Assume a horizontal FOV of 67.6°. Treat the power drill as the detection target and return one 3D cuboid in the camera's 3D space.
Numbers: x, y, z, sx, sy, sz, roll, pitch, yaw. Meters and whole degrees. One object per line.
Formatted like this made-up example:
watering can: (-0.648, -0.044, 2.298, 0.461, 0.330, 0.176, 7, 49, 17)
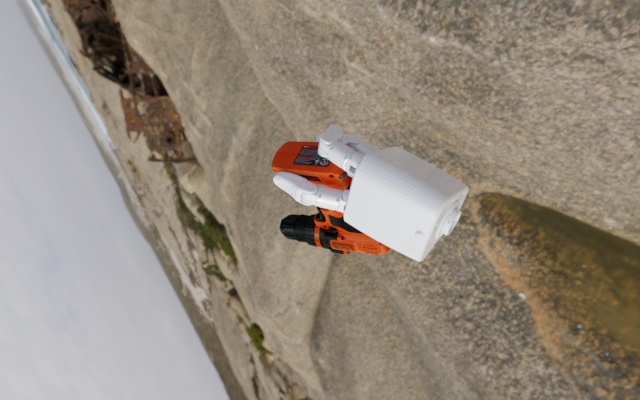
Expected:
power drill: (0.000, 0.002, 0.670, 0.184, 0.057, 0.188, 4, -38, 26)
